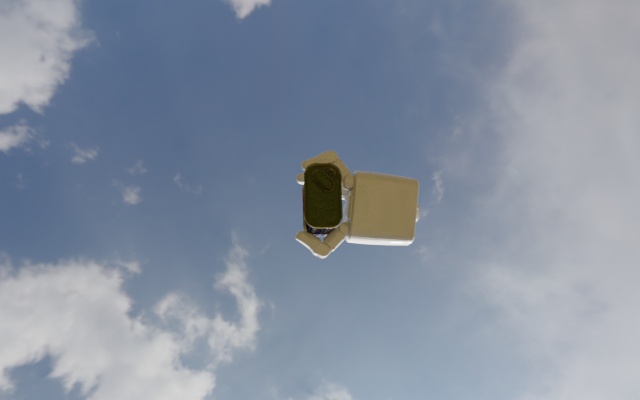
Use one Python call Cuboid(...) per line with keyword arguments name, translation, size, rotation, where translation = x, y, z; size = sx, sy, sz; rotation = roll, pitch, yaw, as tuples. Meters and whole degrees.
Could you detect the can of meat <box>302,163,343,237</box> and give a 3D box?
Cuboid(name="can of meat", translation=(0.000, 0.003, 0.758), size=(0.057, 0.102, 0.084), rotation=(0, -15, -6))
